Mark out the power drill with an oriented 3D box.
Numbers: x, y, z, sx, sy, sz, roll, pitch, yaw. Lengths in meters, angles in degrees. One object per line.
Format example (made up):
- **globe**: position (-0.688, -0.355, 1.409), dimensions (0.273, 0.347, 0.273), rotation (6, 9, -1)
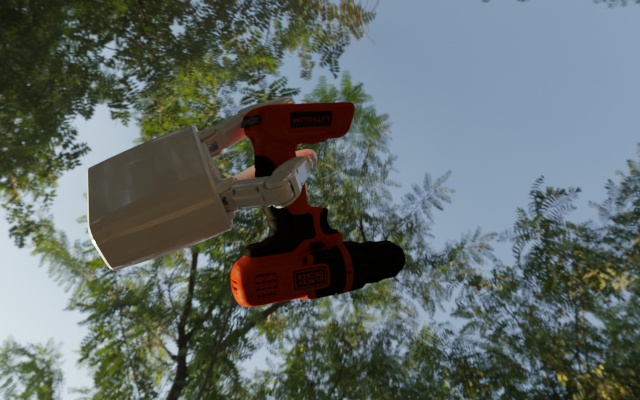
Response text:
- **power drill**: position (0.000, 0.001, 0.464), dimensions (0.184, 0.187, 0.057), rotation (-6, 4, -27)
